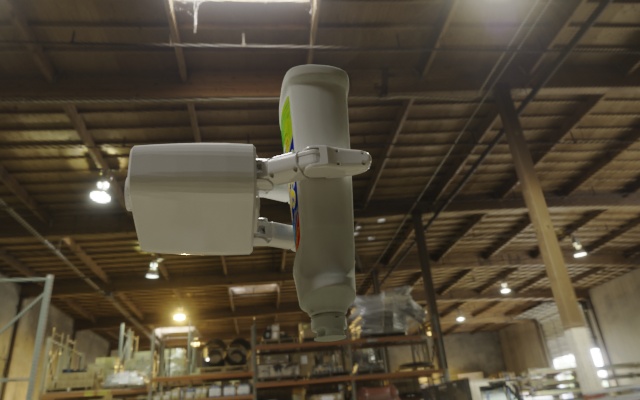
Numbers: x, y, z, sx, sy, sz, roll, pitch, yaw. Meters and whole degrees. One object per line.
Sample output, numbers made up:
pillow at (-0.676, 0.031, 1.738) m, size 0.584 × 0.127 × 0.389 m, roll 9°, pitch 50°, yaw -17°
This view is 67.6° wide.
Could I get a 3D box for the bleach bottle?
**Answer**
bleach bottle at (0.000, 0.001, 0.453) m, size 0.068 × 0.250 × 0.103 m, roll 0°, pitch -26°, yaw -11°
